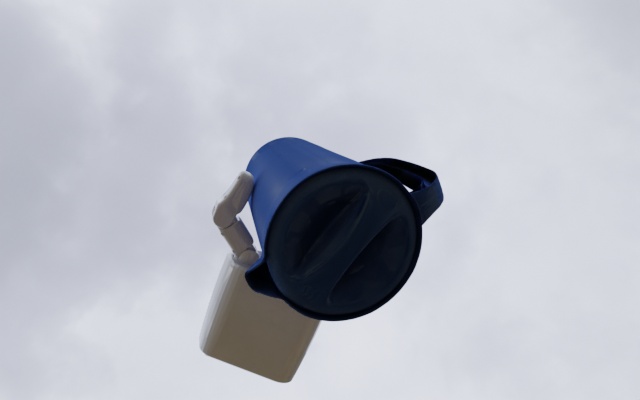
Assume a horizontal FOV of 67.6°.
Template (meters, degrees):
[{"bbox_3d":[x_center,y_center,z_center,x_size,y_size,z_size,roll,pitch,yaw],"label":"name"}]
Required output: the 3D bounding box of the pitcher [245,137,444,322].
[{"bbox_3d":[0.000,0.002,0.484,0.149,0.145,0.242,18,10,-20],"label":"pitcher"}]
